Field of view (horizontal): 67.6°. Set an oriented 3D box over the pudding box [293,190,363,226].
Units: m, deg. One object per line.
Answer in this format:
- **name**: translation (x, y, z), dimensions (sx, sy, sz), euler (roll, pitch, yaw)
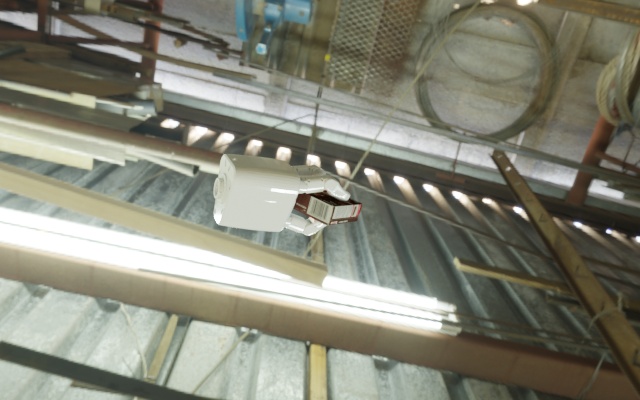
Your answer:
- **pudding box**: translation (0.000, 0.003, 0.813), dimensions (0.113, 0.039, 0.090), euler (28, 19, 32)
